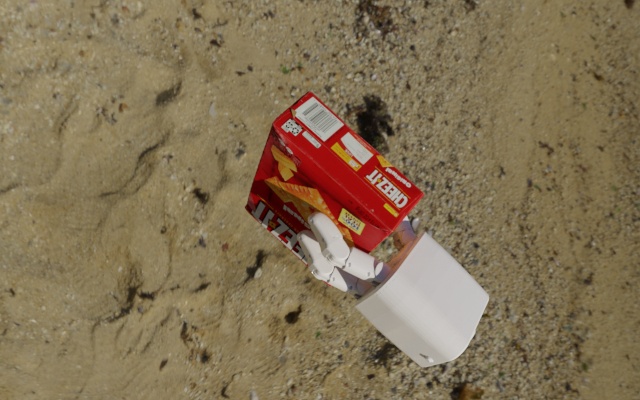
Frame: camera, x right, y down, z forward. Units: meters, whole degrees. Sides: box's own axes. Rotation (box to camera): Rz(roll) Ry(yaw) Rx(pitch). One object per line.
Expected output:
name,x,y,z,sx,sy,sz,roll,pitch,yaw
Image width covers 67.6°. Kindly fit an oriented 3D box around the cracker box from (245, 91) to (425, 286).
cracker box,0.000,0.002,0.567,0.072,0.164,0.214,-44,-6,-29
